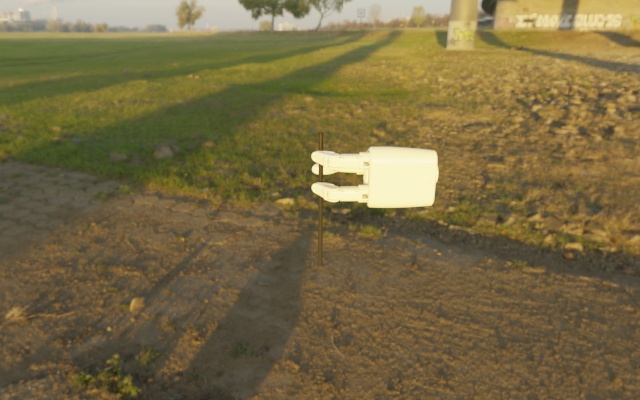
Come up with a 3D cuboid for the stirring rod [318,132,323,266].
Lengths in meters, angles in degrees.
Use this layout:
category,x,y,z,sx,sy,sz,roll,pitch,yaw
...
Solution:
category,x,y,z,sx,sy,sz,roll,pitch,yaw
stirring rod,0.000,0.003,0.821,0.011,0.240,0.011,0,19,0
